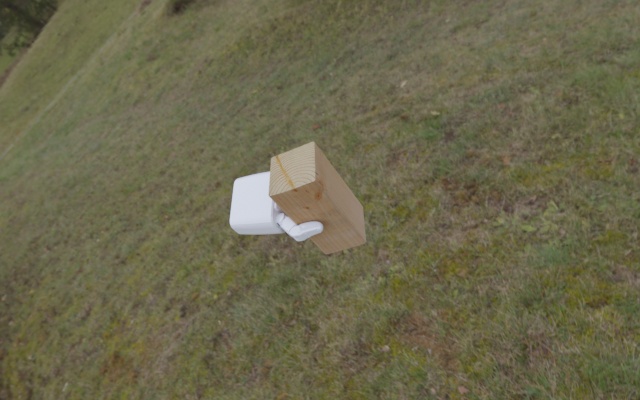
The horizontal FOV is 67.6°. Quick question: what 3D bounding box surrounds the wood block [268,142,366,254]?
[{"bbox_3d":[0.000,0.003,0.866,0.090,0.090,0.206,-18,-41,21],"label":"wood block"}]
